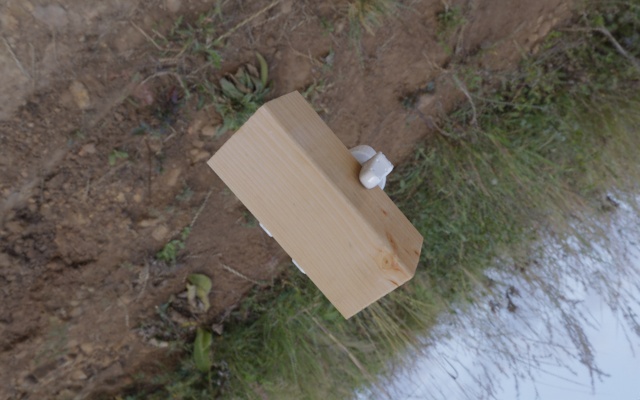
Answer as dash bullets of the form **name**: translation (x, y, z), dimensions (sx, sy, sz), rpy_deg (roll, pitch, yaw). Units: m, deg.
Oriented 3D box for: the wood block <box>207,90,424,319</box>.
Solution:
- **wood block**: translation (0.000, 0.001, 0.483), dimensions (0.091, 0.206, 0.090), rpy_deg (-40, 4, 27)
